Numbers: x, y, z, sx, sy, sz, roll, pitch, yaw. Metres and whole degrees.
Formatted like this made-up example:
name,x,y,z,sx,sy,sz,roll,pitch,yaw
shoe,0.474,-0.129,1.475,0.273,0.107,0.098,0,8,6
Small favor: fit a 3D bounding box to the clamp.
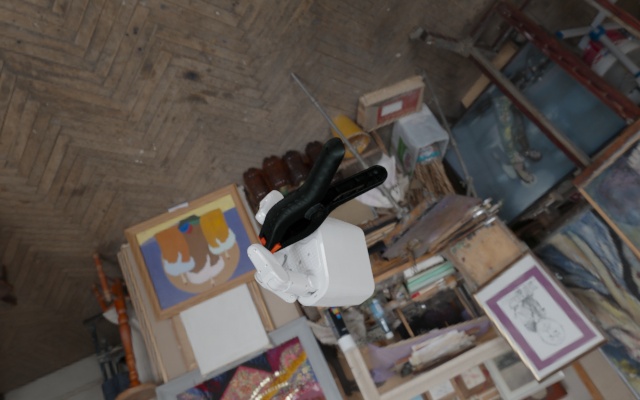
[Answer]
name,x,y,z,sx,sy,sz,roll,pitch,yaw
clamp,0.000,0.002,0.557,0.120,0.039,0.171,16,-51,-45
